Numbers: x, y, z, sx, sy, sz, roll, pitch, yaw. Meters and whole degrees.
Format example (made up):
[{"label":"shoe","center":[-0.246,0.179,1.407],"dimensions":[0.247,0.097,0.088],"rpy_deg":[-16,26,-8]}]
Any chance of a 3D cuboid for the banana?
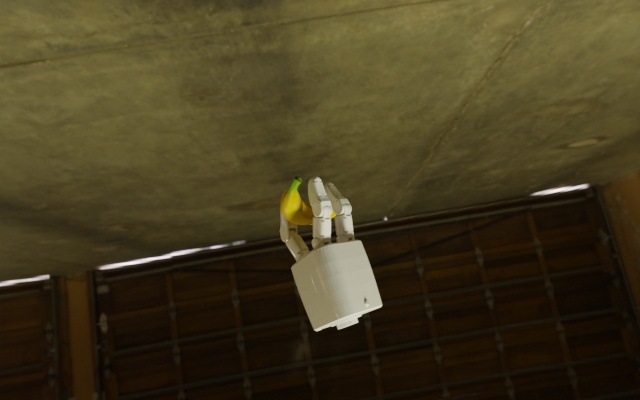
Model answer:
[{"label":"banana","center":[-0.016,0.012,0.765],"dimensions":[0.069,0.037,0.198],"rpy_deg":[-34,-20,13]}]
